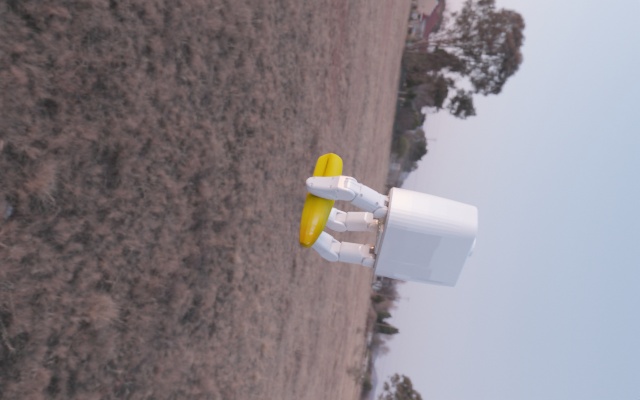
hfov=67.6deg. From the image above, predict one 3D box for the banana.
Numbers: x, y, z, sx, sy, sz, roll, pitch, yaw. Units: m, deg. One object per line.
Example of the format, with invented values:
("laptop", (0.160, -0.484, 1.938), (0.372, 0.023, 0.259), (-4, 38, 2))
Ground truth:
("banana", (0.004, -0.015, 0.625), (0.037, 0.070, 0.197), (14, 28, 0))
